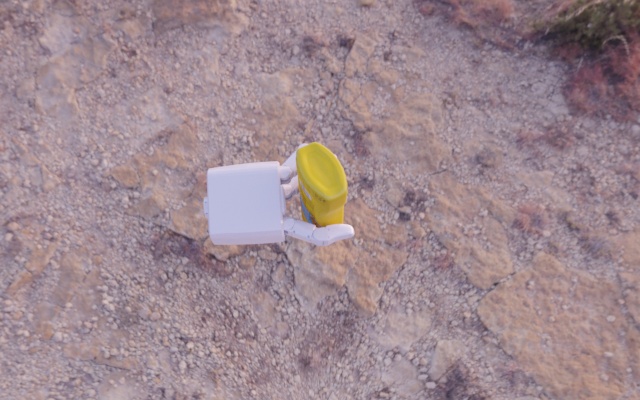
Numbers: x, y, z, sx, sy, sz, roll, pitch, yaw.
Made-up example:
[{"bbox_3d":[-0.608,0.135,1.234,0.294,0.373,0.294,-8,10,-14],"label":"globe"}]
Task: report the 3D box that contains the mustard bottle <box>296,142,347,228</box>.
[{"bbox_3d":[0.000,0.002,0.723,0.058,0.096,0.192,-26,-25,-14],"label":"mustard bottle"}]
